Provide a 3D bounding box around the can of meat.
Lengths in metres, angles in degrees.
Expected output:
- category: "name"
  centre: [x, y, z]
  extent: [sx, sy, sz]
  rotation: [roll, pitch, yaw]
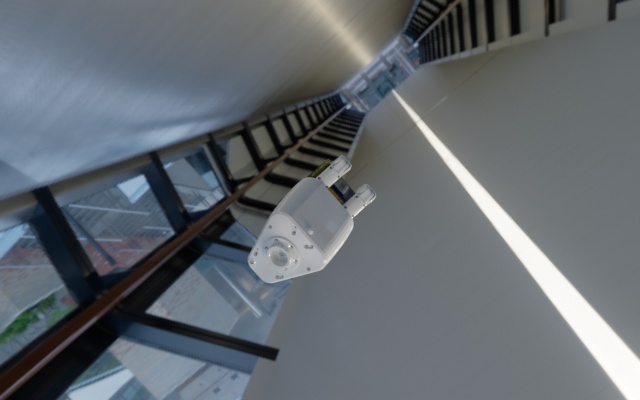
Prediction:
- category: "can of meat"
  centre: [0.000, 0.003, 0.720]
  extent: [0.102, 0.084, 0.057]
  rotation: [-39, 6, 28]
